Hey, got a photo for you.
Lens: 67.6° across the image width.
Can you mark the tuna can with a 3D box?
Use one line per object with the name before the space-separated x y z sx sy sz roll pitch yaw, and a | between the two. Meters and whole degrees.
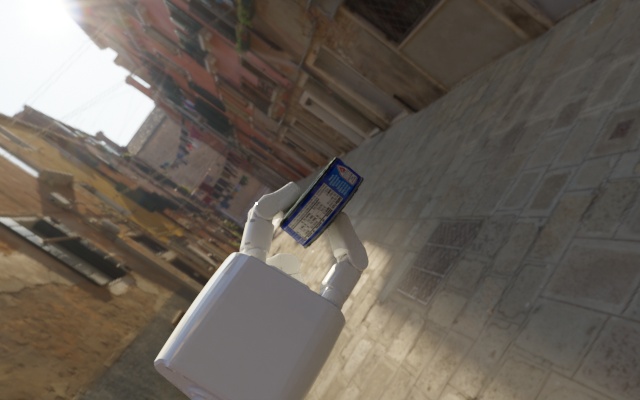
tuna can | 0.000 0.001 0.445 0.034 0.086 0.086 40 -3 -3
